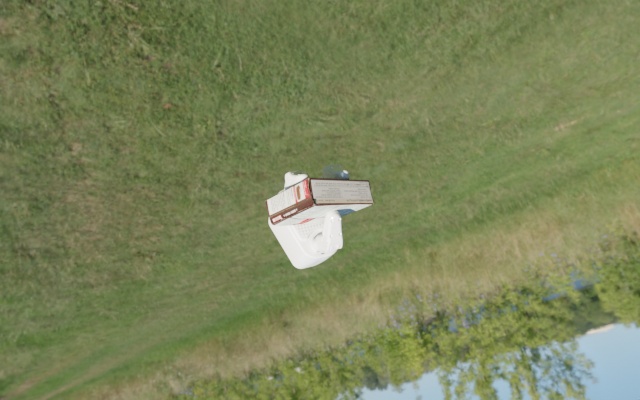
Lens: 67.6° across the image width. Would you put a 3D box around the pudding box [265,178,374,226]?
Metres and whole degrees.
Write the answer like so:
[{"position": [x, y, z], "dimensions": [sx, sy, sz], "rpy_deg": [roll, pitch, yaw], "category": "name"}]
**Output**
[{"position": [0.000, 0.002, 0.623], "dimensions": [0.113, 0.039, 0.090], "rpy_deg": [-3, -17, -45], "category": "pudding box"}]
